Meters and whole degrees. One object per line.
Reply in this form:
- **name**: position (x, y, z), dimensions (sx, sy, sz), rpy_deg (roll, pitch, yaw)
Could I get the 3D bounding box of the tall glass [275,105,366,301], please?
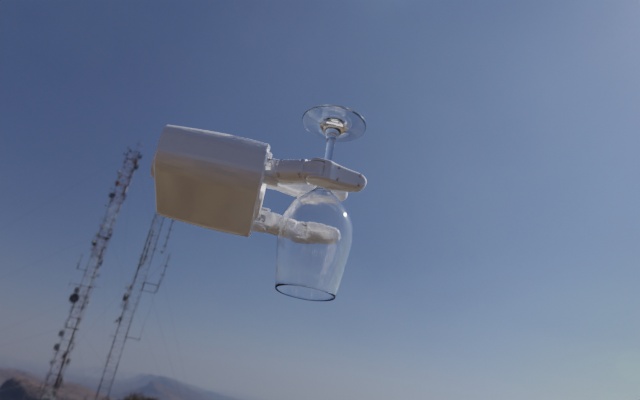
- **tall glass**: position (0.000, 0.001, 0.510), dimensions (0.079, 0.201, 0.079), rpy_deg (8, -23, 3)
